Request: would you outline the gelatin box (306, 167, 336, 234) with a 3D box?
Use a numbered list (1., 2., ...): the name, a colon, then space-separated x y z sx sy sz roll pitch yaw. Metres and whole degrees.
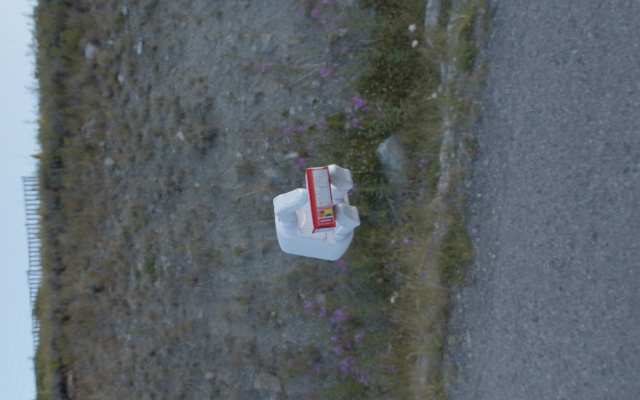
1. gelatin box: 0.000 0.002 0.600 0.030 0.073 0.089 -7 -7 -2
